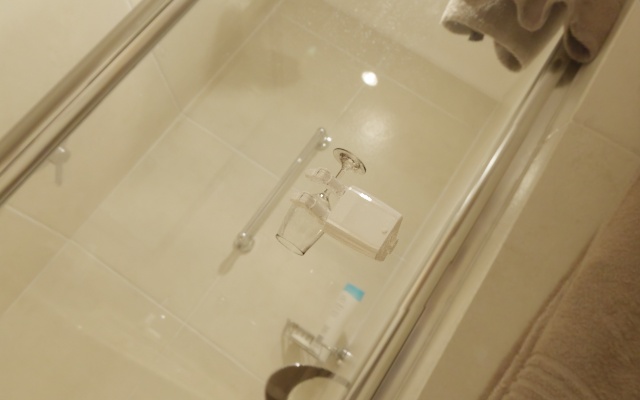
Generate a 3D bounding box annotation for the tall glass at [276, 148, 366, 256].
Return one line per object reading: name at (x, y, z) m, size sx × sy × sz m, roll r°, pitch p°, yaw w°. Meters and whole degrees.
tall glass at (0.000, 0.002, 0.875) m, size 0.079 × 0.201 × 0.079 m, roll 32°, pitch -17°, yaw 11°
